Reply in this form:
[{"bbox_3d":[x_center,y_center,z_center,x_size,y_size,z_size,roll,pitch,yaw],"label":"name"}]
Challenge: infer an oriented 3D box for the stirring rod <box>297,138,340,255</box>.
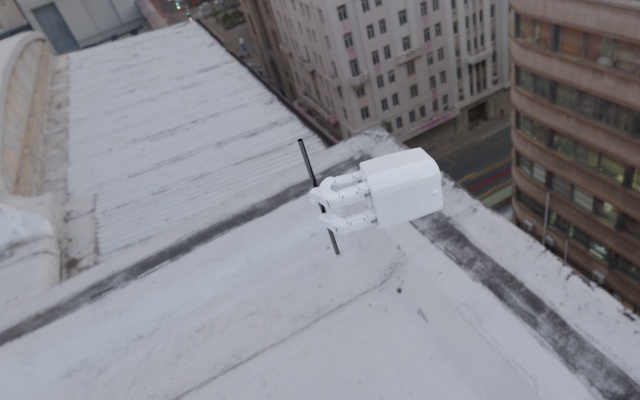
[{"bbox_3d":[0.000,0.003,0.771,0.011,0.240,0.011,-12,38,9],"label":"stirring rod"}]
